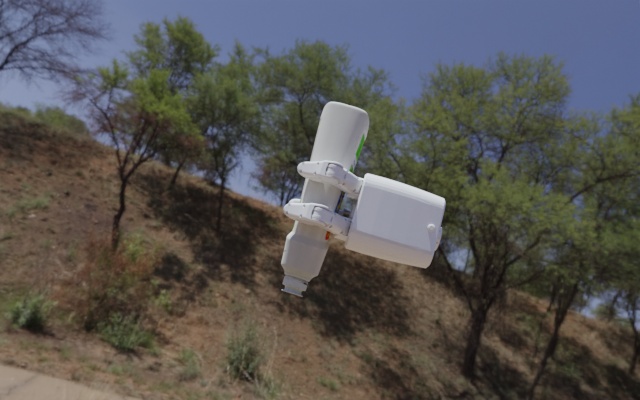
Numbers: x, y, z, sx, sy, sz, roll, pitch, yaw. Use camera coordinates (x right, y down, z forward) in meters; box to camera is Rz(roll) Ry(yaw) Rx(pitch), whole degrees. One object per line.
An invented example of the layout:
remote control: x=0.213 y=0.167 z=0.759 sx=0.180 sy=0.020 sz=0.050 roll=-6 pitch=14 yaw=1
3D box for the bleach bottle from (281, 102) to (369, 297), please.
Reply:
bleach bottle: x=0.000 y=0.002 z=0.635 sx=0.068 sy=0.250 sz=0.102 roll=16 pitch=-13 yaw=4
